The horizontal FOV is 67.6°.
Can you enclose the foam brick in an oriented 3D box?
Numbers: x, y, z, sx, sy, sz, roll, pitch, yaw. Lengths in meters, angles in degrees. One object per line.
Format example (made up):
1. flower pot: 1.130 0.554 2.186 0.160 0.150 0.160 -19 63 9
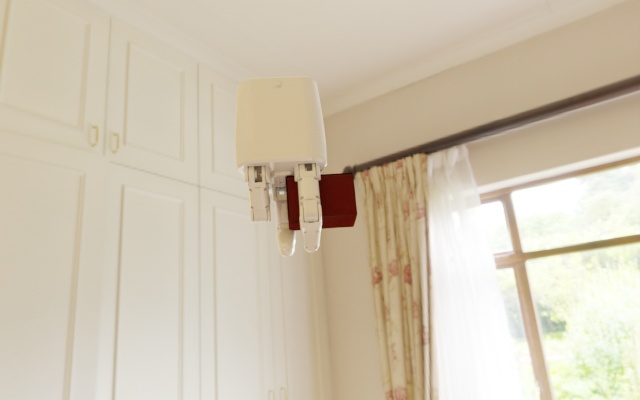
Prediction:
1. foam brick: 0.000 0.002 0.546 0.078 0.051 0.053 -3 -18 -4
